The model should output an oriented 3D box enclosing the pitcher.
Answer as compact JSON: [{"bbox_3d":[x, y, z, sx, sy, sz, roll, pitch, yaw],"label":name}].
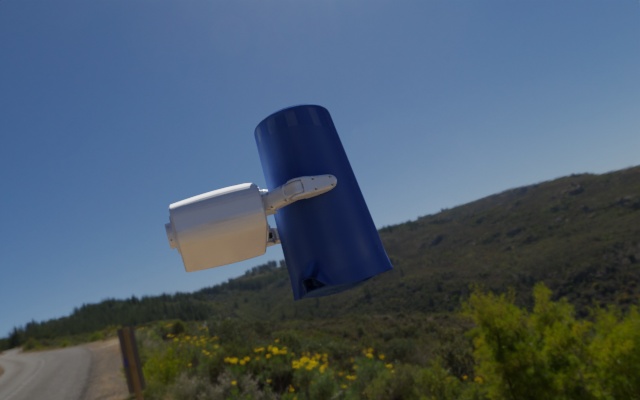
[{"bbox_3d":[0.000,0.002,0.641,0.145,0.242,0.149,-15,-11,-16],"label":"pitcher"}]
